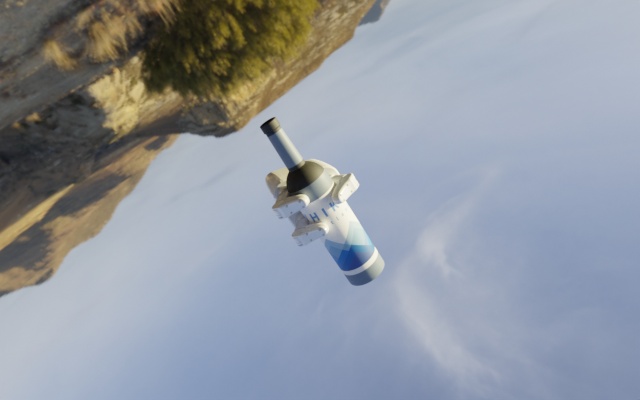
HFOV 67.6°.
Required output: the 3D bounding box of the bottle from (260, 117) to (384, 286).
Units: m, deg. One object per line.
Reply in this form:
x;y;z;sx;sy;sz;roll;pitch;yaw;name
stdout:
0.000;0.003;0.735;0.069;0.296;0.069;-29;21;12;bottle
